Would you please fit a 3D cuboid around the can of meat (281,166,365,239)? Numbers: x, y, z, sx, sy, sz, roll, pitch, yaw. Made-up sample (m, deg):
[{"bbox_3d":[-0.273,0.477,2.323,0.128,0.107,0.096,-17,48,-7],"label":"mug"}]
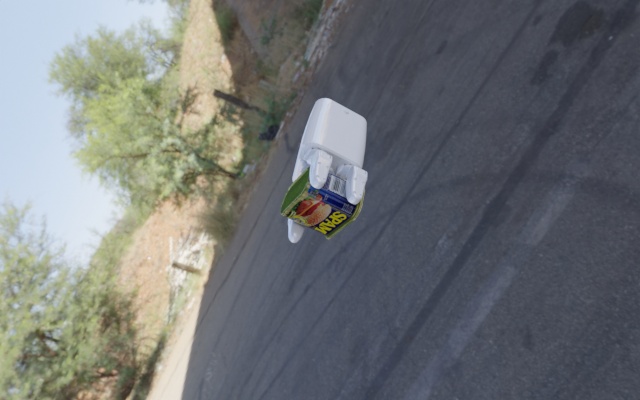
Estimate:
[{"bbox_3d":[0.000,0.002,0.679,0.084,0.057,0.102,26,-34,-16],"label":"can of meat"}]
